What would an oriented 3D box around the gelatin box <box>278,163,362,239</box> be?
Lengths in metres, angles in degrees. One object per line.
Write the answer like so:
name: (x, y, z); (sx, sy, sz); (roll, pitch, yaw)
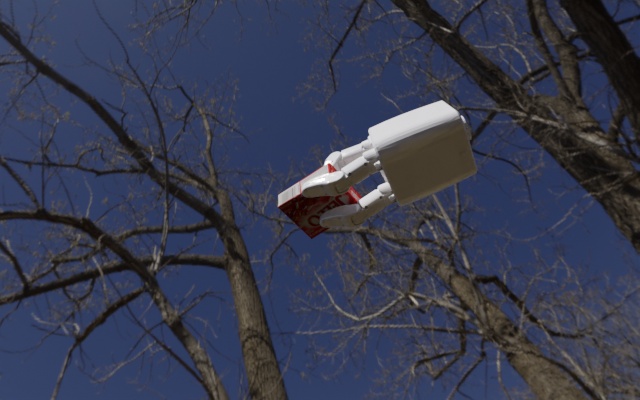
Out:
gelatin box: (0.000, 0.002, 0.629); (0.089, 0.030, 0.073); (-31, -56, 20)
